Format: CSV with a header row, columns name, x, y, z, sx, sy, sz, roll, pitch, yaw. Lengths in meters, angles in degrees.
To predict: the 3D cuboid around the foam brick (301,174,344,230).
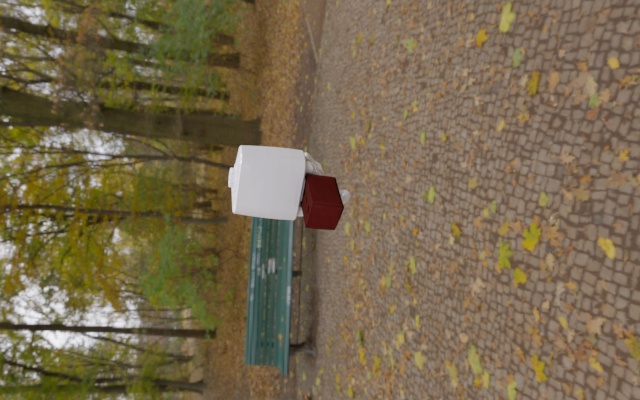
name,x,y,z,sx,sy,sz,roll,pitch,yaw
foam brick,0.000,0.003,0.768,0.051,0.053,0.078,6,38,-17
